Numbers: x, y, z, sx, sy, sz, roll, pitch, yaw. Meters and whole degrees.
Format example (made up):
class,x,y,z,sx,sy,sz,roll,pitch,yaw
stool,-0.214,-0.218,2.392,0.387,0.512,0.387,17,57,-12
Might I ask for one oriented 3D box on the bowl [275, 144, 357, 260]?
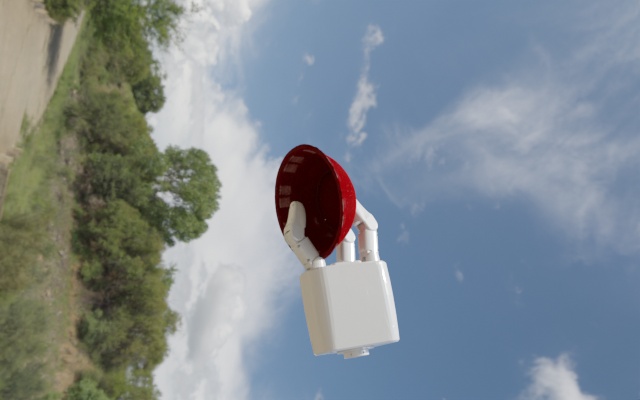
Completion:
class,x,y,z,sx,sy,sz,roll,pitch,yaw
bowl,0.000,0.001,0.665,0.055,0.162,0.162,-7,4,-36
